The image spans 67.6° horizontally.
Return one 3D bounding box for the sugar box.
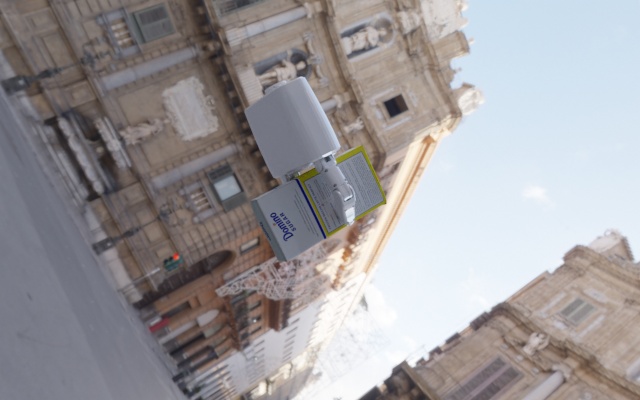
[{"bbox_3d":[0.000,0.002,0.660,0.176,0.093,0.048,-28,8,-21],"label":"sugar box"}]
